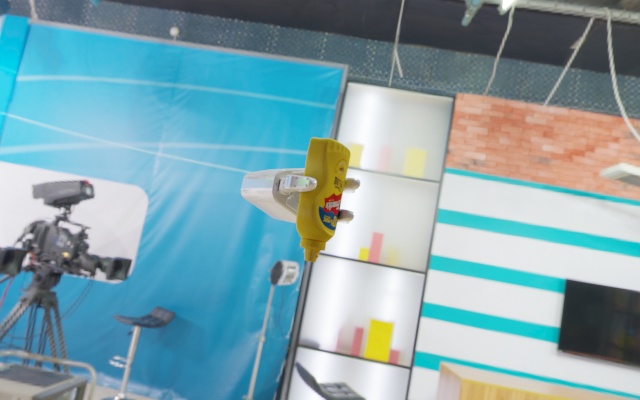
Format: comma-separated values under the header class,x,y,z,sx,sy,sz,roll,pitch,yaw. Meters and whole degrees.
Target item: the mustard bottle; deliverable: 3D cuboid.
class,x,y,z,sx,sy,sz,roll,pitch,yaw
mustard bottle,0.000,0.002,0.763,0.058,0.191,0.096,8,-8,24
